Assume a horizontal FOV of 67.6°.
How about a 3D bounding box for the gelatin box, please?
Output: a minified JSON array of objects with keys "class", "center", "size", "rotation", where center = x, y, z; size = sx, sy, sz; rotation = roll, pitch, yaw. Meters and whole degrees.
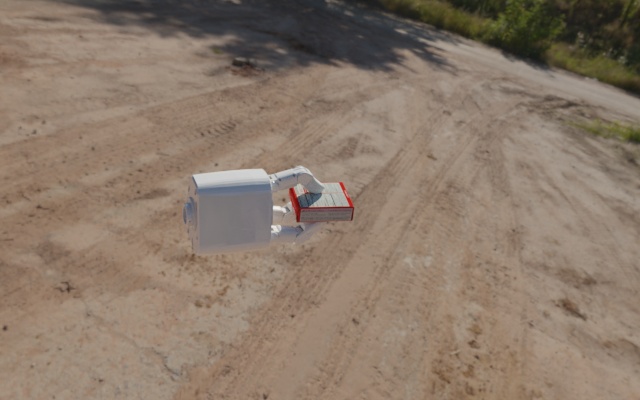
[{"class":"gelatin box","center":[0.000,0.002,0.742],"size":[0.089,0.030,0.073],"rotation":[-2,33,-14]}]
